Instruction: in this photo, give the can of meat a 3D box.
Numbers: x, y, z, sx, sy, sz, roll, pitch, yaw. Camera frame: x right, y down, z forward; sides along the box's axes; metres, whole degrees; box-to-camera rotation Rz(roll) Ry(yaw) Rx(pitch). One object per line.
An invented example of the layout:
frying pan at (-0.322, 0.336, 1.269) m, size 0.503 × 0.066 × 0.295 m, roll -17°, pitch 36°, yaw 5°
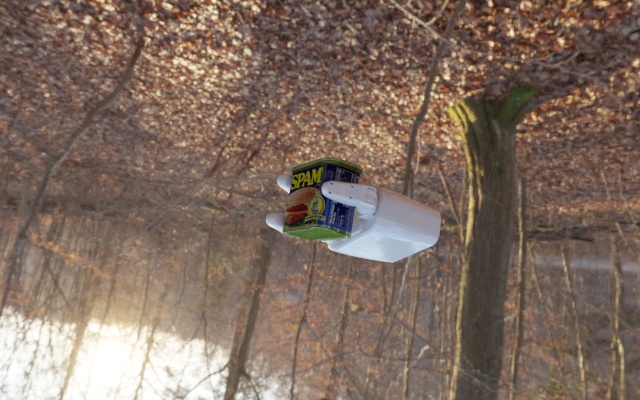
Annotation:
can of meat at (0.000, 0.002, 0.575) m, size 0.057 × 0.084 × 0.102 m, roll 17°, pitch -16°, yaw -31°
